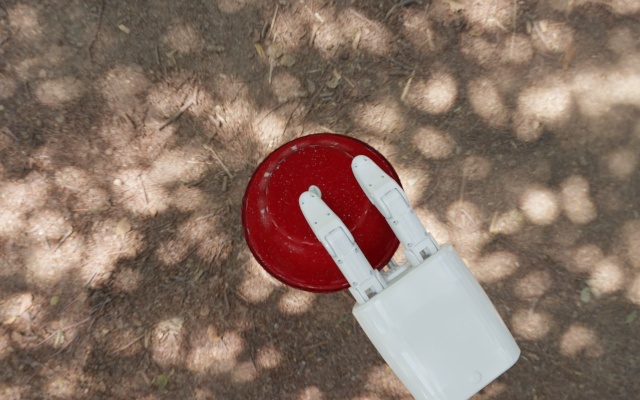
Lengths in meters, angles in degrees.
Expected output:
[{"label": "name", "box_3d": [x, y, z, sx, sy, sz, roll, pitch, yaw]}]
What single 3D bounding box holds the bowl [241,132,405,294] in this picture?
[{"label": "bowl", "box_3d": [-0.001, 0.000, 0.439, 0.162, 0.162, 0.055, 0, -16, 6]}]
